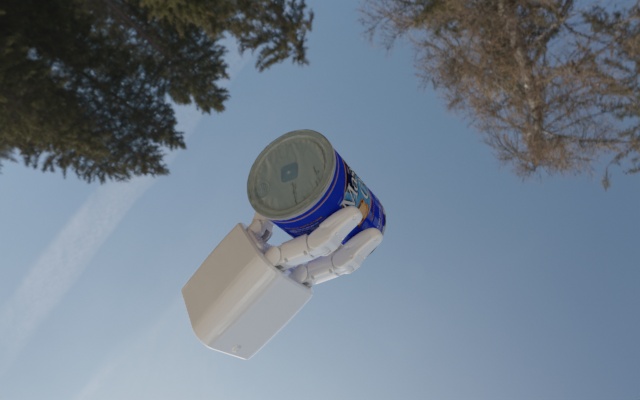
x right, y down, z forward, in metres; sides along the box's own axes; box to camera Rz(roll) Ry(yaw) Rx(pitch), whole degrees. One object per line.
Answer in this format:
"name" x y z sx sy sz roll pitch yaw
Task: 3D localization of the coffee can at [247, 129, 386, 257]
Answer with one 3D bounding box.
"coffee can" 0.000 0.002 0.533 0.103 0.102 0.140 0 -26 32
